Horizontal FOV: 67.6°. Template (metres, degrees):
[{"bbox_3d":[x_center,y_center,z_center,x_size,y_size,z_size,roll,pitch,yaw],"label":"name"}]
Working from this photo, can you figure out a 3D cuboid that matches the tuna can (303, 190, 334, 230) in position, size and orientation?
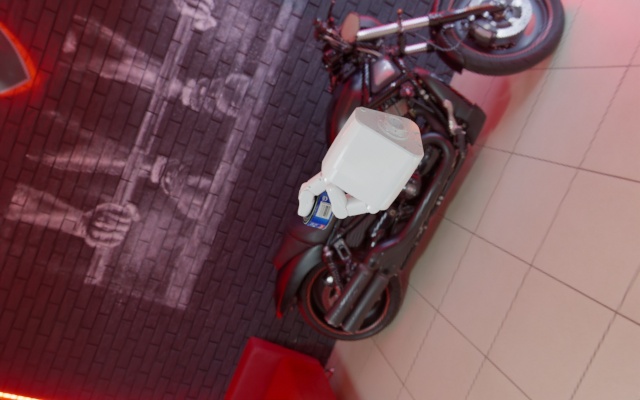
[{"bbox_3d":[0.000,0.002,0.780,0.034,0.086,0.086,16,-4,-14],"label":"tuna can"}]
